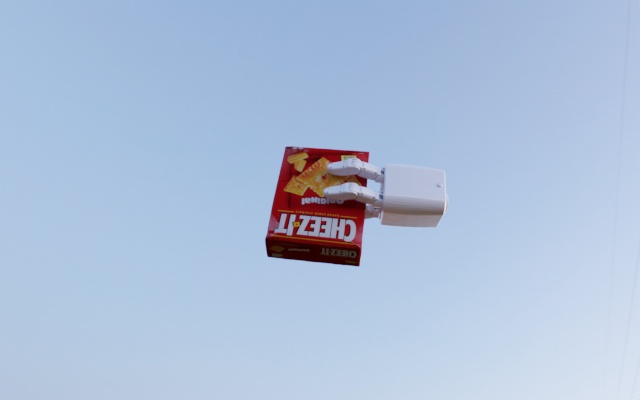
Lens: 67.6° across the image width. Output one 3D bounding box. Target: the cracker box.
[{"bbox_3d":[0.000,0.003,0.862,0.164,0.213,0.072,5,-36,5],"label":"cracker box"}]
